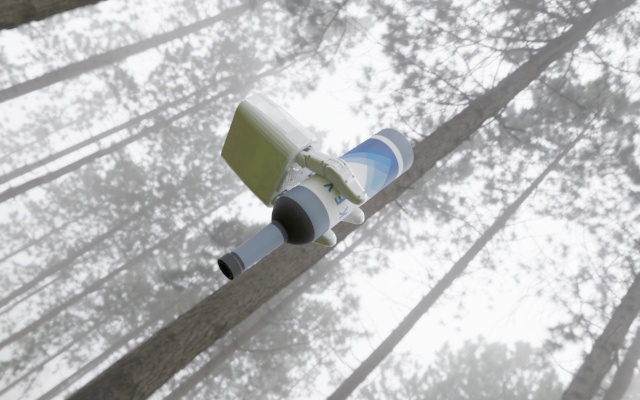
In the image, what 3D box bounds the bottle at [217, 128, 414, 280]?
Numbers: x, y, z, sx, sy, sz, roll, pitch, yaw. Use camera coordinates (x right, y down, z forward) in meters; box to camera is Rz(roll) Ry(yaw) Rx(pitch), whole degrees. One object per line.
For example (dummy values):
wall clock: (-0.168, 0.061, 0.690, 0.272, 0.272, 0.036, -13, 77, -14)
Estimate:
bottle: (0.000, 0.002, 0.586, 0.295, 0.069, 0.069, -35, 20, -32)
